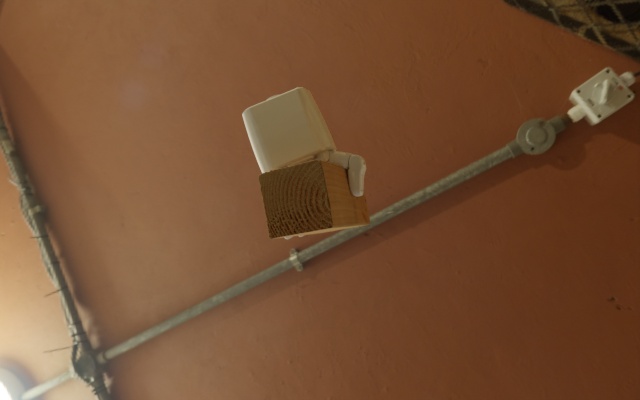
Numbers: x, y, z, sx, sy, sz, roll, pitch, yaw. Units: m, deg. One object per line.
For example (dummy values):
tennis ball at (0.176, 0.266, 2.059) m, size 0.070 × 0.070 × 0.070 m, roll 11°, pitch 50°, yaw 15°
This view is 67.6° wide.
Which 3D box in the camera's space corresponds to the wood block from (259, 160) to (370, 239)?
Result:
wood block at (0.000, 0.002, 0.704) m, size 0.091 × 0.090 × 0.206 m, roll -12°, pitch -5°, yaw 18°
